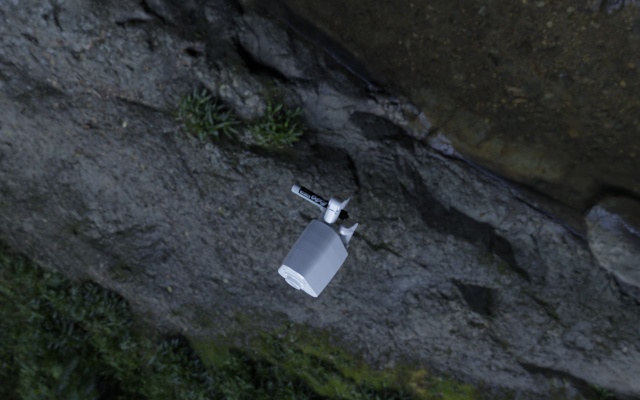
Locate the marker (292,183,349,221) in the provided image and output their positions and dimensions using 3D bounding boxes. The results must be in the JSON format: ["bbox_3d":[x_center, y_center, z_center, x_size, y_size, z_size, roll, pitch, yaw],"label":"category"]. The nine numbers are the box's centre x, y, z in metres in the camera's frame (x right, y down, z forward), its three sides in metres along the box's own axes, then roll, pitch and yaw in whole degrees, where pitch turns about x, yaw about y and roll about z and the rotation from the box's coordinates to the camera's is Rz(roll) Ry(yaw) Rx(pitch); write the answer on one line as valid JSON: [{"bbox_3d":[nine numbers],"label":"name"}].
[{"bbox_3d":[0.000,0.003,0.892,0.121,0.020,0.020,30,9,17],"label":"marker"}]
